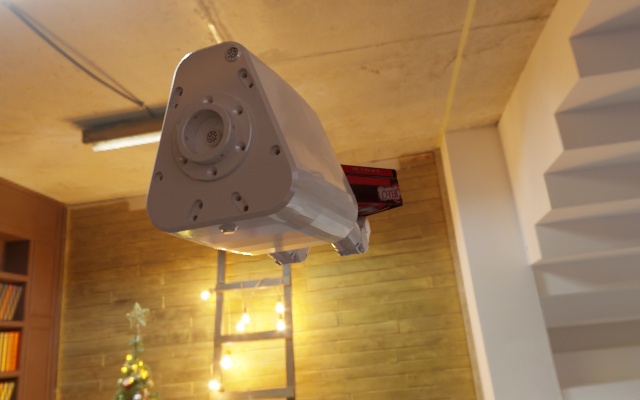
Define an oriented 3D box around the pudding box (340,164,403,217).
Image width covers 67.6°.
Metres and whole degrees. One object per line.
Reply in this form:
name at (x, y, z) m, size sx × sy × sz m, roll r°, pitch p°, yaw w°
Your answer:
pudding box at (0.000, 0.001, 0.417) m, size 0.090 × 0.039 × 0.113 m, roll 3°, pitch -14°, yaw -44°
